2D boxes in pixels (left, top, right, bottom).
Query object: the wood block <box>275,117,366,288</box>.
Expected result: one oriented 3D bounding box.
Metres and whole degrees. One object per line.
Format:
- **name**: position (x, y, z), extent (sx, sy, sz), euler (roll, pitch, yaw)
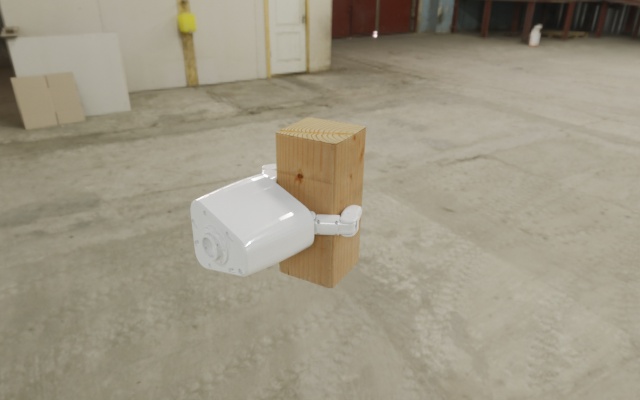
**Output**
- **wood block**: position (0.000, 0.002, 0.655), extent (0.091, 0.206, 0.090), euler (14, 28, 26)
